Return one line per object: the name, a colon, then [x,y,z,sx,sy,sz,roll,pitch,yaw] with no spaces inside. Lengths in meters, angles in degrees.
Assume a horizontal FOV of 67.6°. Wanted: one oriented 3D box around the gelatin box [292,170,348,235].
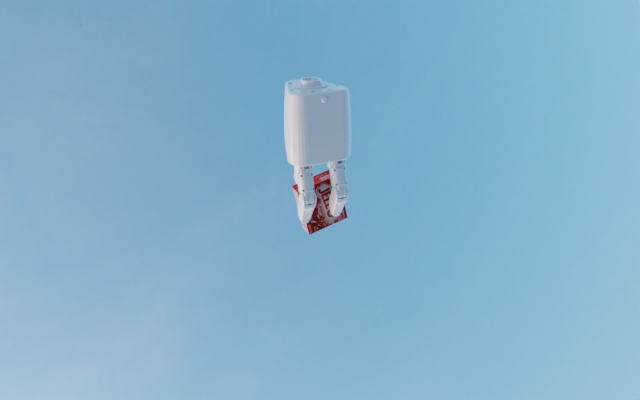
gelatin box: [0.000,0.003,0.777,0.073,0.089,0.030,-23,35,-15]
